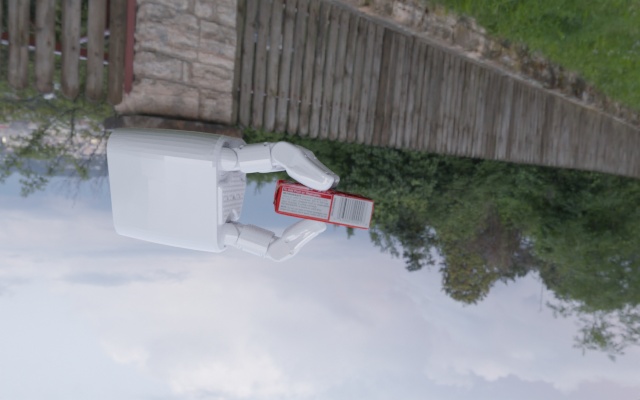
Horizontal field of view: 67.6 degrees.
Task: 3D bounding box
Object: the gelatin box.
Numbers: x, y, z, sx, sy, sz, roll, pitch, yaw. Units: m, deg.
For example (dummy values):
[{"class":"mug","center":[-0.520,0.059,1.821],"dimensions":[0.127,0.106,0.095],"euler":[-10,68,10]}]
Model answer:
[{"class":"gelatin box","center":[0.000,0.002,0.456],"dimensions":[0.089,0.030,0.073],"euler":[11,4,-6]}]
